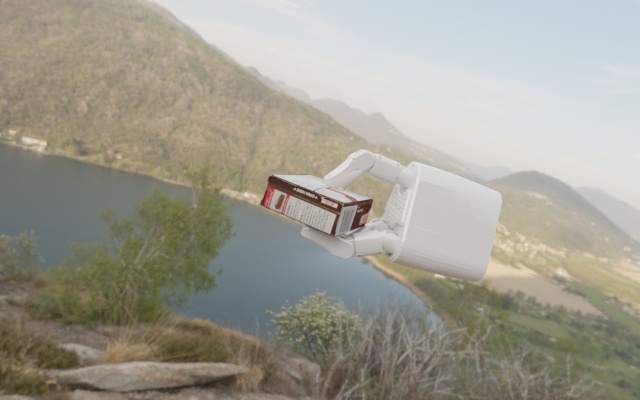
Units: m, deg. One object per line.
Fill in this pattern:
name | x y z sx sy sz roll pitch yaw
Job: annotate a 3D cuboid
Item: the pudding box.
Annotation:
pudding box | 0.000 0.002 0.529 0.090 0.039 0.113 21 9 19
